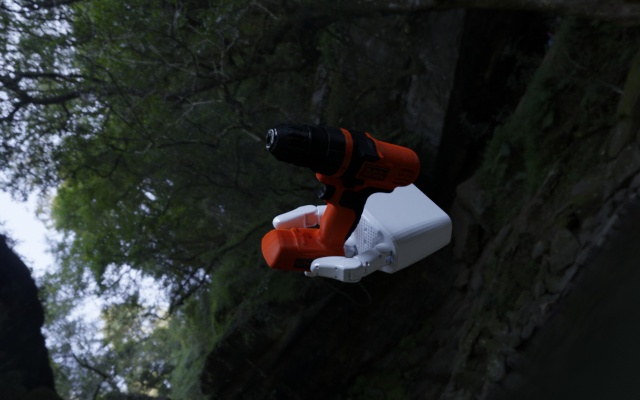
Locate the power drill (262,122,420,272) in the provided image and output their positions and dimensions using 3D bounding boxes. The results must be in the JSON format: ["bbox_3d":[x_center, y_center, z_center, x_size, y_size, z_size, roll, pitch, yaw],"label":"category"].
[{"bbox_3d":[0.000,0.002,0.545,0.184,0.188,0.057,10,39,-28],"label":"power drill"}]
